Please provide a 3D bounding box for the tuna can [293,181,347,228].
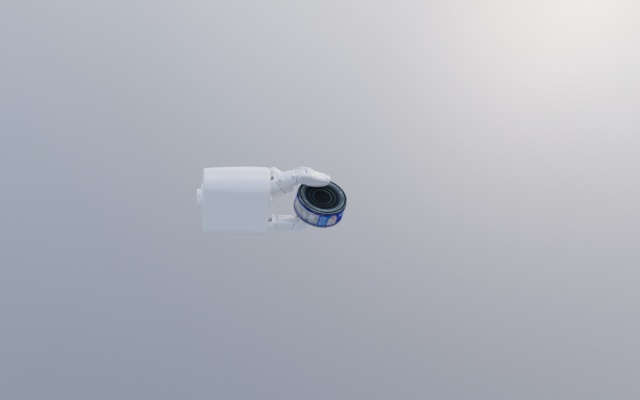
[{"bbox_3d":[0.000,0.002,0.794,0.086,0.086,0.034,0,-44,-19],"label":"tuna can"}]
